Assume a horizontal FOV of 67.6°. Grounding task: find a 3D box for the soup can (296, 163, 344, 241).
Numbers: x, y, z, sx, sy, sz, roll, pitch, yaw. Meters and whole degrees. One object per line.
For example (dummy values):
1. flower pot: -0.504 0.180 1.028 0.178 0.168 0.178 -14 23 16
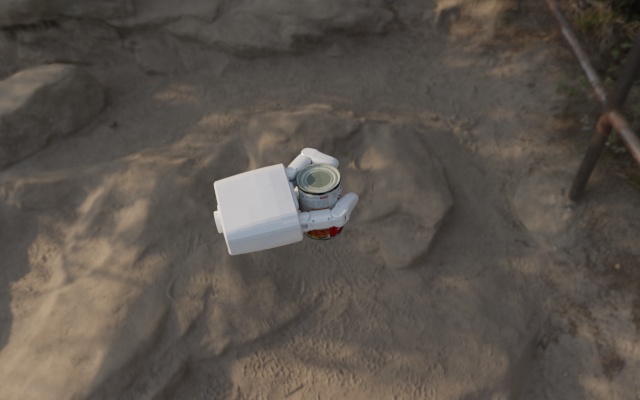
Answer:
1. soup can: 0.001 0.002 0.722 0.068 0.068 0.102 -3 -45 3
